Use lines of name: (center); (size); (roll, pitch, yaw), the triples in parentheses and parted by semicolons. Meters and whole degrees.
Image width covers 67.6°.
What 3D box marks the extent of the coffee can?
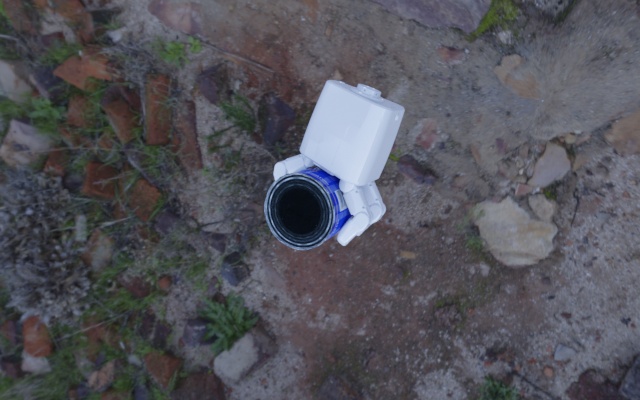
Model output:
coffee can: (0.000, 0.002, 0.677); (0.103, 0.103, 0.140); (0, 11, 25)
